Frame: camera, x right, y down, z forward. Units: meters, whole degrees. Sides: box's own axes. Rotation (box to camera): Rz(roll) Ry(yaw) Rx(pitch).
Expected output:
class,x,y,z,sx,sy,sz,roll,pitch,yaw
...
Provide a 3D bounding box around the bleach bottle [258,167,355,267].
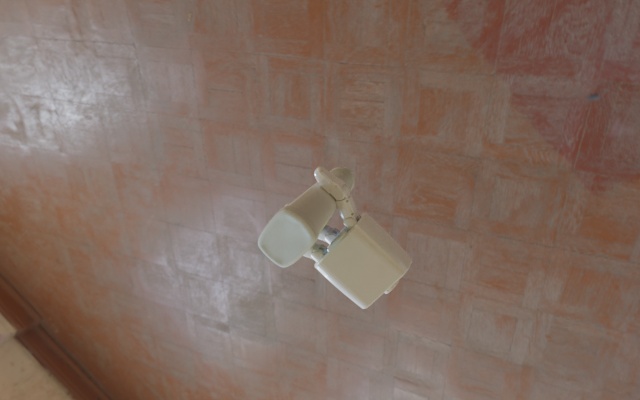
class,x,y,z,sx,sy,sz,roll,pitch,yaw
bleach bottle,0.000,0.003,0.763,0.103,0.068,0.250,-47,0,37
